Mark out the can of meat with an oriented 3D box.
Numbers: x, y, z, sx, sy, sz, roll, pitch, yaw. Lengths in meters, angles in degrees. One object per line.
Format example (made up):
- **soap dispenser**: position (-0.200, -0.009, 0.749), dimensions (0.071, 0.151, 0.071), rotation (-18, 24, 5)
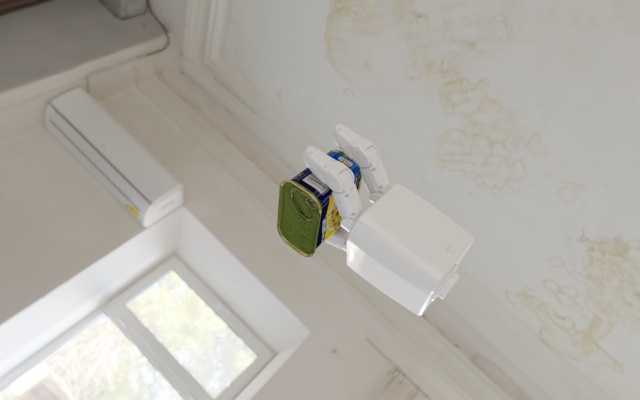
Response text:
- **can of meat**: position (0.000, 0.002, 0.552), dimensions (0.057, 0.102, 0.084), rotation (34, 51, 23)
